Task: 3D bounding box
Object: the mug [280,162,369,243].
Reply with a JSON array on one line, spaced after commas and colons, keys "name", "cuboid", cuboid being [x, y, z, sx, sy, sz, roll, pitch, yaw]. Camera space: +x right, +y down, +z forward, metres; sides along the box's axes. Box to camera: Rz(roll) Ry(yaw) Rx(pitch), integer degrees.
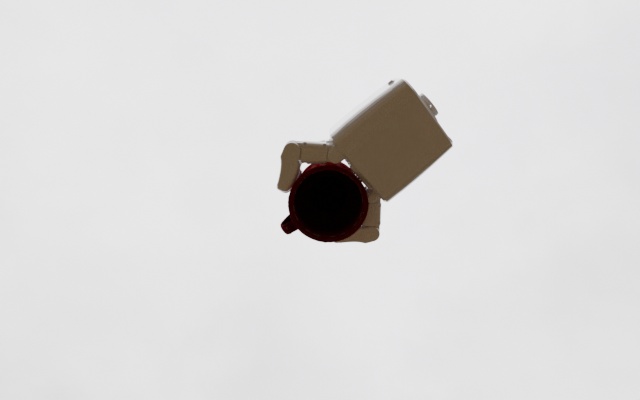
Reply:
[{"name": "mug", "cuboid": [-0.001, 0.003, 0.590, 0.117, 0.093, 0.081, -38, 11, 10]}]
